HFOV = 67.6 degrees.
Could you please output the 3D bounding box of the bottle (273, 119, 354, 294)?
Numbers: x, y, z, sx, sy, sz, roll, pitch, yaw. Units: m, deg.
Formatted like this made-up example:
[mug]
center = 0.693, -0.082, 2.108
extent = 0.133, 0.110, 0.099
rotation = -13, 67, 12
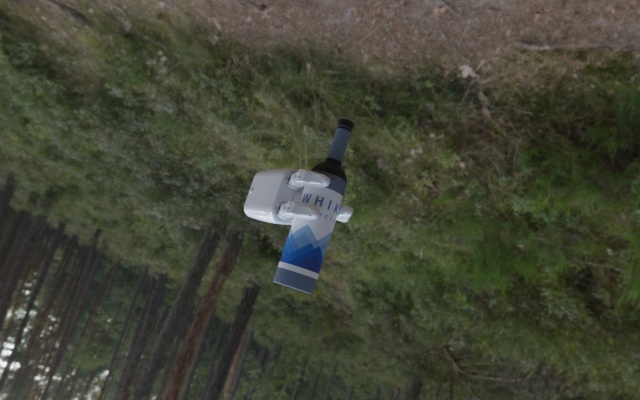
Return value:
[bottle]
center = 0.000, 0.003, 0.792
extent = 0.069, 0.295, 0.069
rotation = 17, -11, 3
